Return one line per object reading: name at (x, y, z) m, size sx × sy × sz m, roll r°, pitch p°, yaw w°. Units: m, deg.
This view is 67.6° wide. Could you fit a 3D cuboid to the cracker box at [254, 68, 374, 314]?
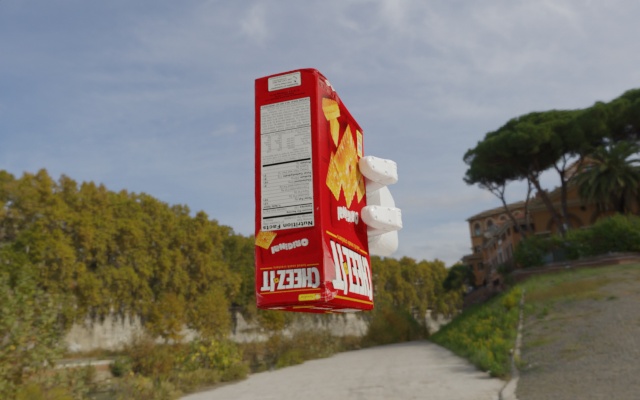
cracker box at (0.000, 0.001, 0.482) m, size 0.072 × 0.213 × 0.164 m, roll -8°, pitch -16°, yaw 19°
